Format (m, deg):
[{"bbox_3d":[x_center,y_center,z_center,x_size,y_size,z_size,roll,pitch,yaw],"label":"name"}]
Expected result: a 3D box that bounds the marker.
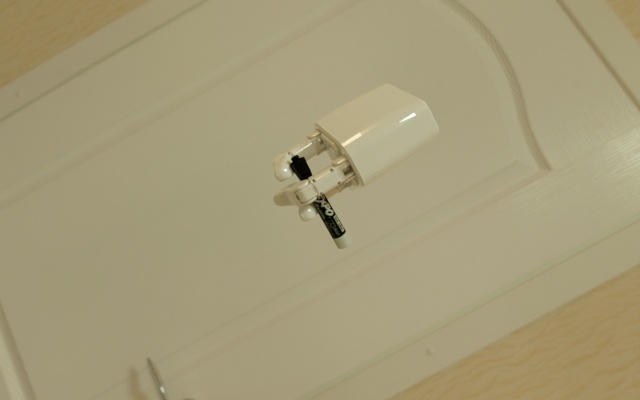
[{"bbox_3d":[0.000,0.002,0.540,0.020,0.121,0.020,-27,18,10],"label":"marker"}]
